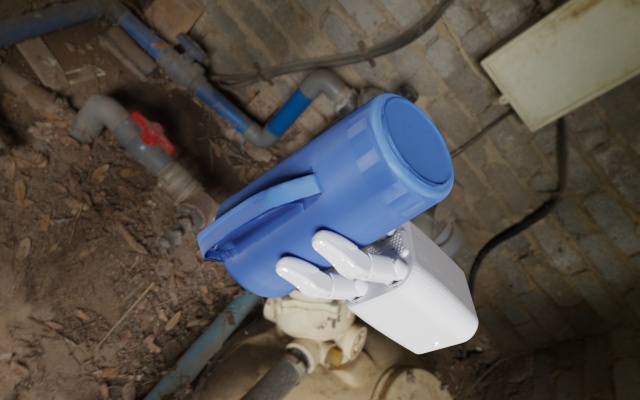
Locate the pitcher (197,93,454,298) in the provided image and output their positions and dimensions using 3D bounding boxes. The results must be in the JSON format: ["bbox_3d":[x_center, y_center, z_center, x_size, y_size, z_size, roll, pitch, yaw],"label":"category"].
[{"bbox_3d":[0.000,0.002,0.478,0.145,0.149,0.243,40,-48,-19],"label":"pitcher"}]
